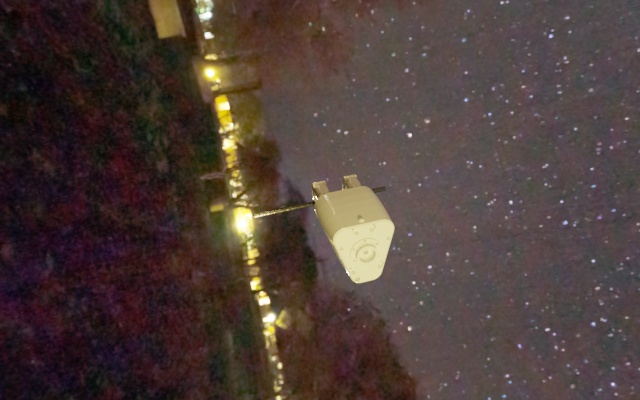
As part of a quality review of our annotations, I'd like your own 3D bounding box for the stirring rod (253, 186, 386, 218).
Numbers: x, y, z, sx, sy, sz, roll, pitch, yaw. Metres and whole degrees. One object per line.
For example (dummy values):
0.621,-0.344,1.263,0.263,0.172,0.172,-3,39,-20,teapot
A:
0.000,0.003,0.841,0.239,0.011,0.011,-12,2,-9,stirring rod
